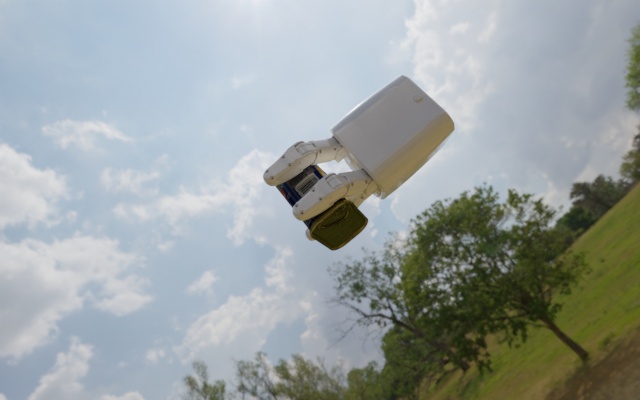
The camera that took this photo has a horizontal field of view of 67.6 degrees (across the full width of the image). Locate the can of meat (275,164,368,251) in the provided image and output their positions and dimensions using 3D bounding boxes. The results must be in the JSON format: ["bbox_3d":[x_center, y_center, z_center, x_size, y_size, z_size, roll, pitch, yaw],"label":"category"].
[{"bbox_3d":[0.000,0.002,0.548,0.057,0.084,0.102,-41,-26,4],"label":"can of meat"}]
